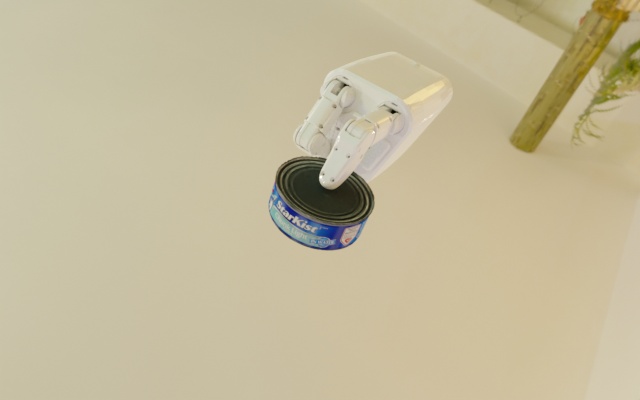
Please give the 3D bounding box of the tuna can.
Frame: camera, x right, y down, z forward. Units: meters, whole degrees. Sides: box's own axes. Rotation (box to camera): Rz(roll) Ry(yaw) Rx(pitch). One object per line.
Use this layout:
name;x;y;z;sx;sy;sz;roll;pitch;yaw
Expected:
tuna can;0.000;0.002;0.404;0.086;0.034;0.086;13;38;-10
